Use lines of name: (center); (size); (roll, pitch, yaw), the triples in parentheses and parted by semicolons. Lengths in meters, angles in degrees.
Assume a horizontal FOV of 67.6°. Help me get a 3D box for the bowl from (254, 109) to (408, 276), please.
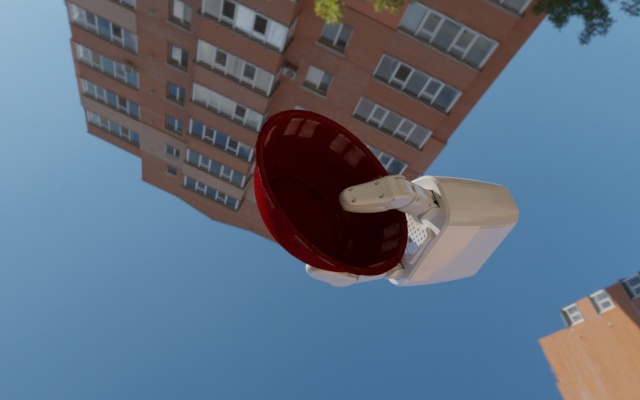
bowl: (-0.001, 0.001, 0.415); (0.162, 0.162, 0.055); (0, -30, -46)
